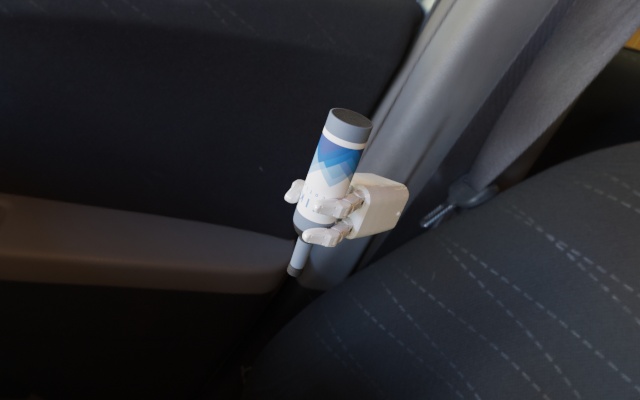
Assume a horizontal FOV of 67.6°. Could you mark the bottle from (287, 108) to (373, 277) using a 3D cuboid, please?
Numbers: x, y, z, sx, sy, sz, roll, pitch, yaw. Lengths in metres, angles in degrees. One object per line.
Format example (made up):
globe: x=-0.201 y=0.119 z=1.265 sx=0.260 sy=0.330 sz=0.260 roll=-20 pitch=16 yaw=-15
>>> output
bottle: x=0.000 y=0.002 z=0.758 sx=0.069 sy=0.296 sz=0.069 roll=16 pitch=29 yaw=-9
